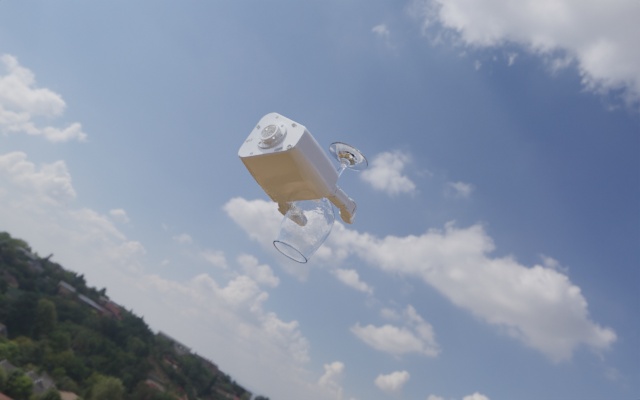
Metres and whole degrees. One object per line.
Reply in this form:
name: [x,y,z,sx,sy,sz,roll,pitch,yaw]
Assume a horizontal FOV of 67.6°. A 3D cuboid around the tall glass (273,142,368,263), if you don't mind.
tall glass: [0.001,0.002,0.781,0.079,0.201,0.079,26,-23,12]
